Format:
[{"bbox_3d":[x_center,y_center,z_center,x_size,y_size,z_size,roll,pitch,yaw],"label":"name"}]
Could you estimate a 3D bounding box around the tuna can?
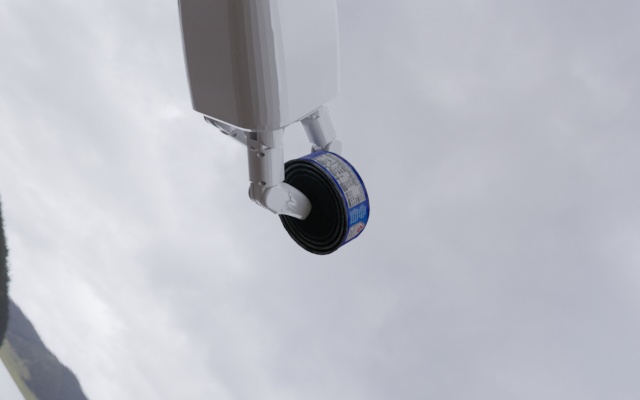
[{"bbox_3d":[0.000,0.001,0.411,0.086,0.086,0.033,0,19,46],"label":"tuna can"}]
